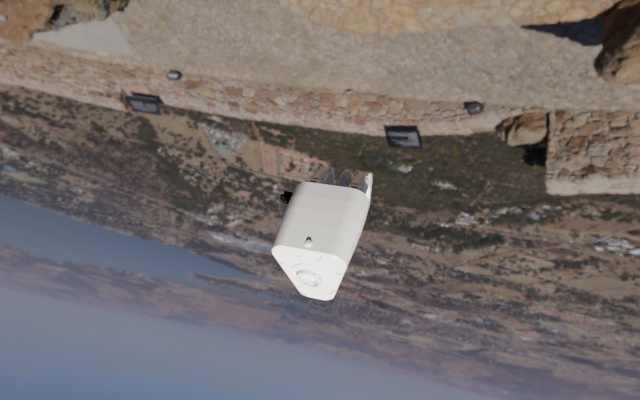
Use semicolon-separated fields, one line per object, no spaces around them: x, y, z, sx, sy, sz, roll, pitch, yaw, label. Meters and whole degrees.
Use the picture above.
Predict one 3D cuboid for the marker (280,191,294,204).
0.000;0.002;0.674;0.121;0.020;0.020;8;2;17;marker
